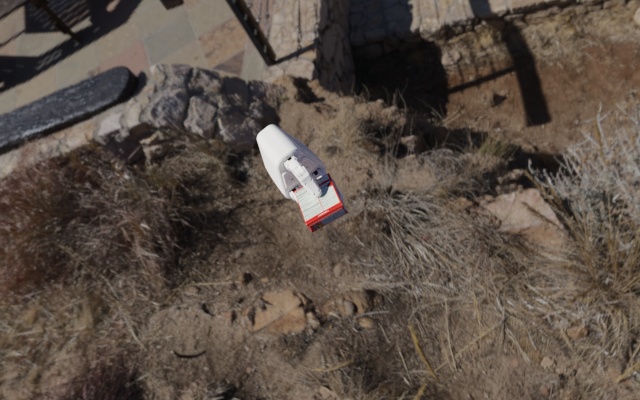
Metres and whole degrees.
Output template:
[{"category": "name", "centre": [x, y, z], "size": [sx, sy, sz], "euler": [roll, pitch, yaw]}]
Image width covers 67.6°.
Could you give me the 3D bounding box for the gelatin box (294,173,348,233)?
[{"category": "gelatin box", "centre": [0.000, 0.003, 0.846], "size": [0.073, 0.089, 0.030], "euler": [-29, -44, 7]}]
